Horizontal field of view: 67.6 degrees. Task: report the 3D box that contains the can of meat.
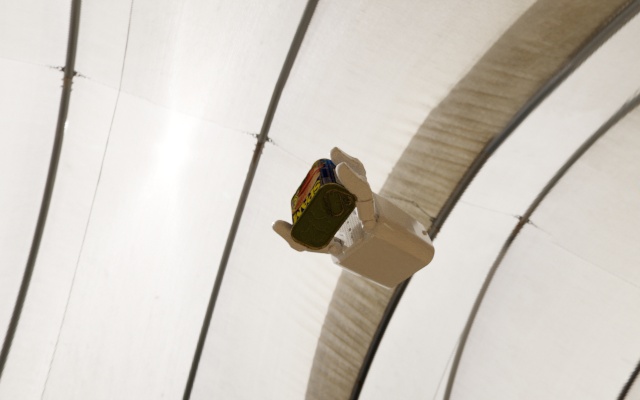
[{"bbox_3d":[0.000,0.002,0.657,0.057,0.102,0.084,26,25,-20],"label":"can of meat"}]
